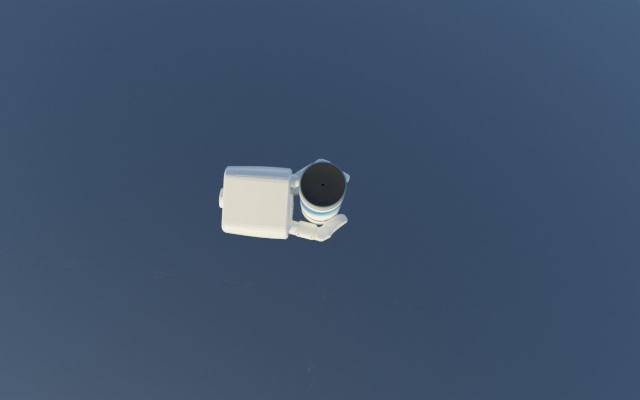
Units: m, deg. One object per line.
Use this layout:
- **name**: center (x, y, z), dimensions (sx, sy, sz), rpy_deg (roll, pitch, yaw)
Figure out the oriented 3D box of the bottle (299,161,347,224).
- **bottle**: center (0.000, 0.003, 0.799), dimensions (0.069, 0.069, 0.296), rpy_deg (0, -10, -1)
